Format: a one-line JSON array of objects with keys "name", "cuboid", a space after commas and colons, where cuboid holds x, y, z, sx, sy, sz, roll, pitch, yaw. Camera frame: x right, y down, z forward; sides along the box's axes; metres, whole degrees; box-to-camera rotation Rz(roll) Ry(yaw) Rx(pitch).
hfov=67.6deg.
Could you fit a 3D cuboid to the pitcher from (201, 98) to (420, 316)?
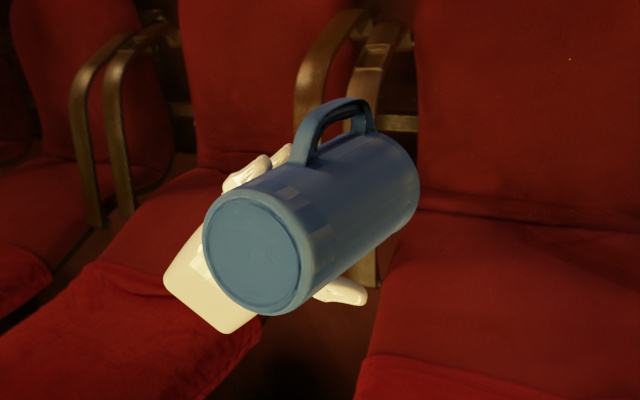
[{"name": "pitcher", "cuboid": [0.000, 0.002, 0.468, 0.145, 0.149, 0.242, -41, -6, 31]}]
